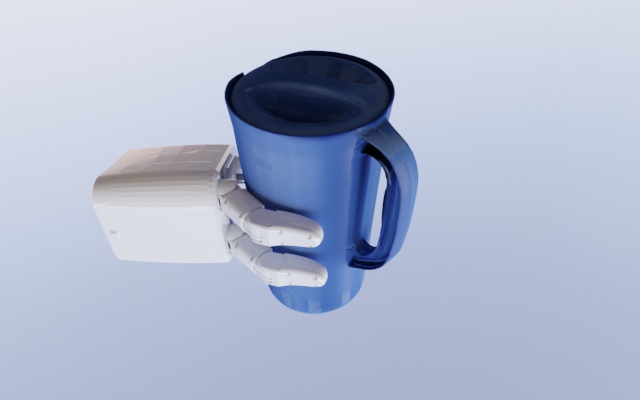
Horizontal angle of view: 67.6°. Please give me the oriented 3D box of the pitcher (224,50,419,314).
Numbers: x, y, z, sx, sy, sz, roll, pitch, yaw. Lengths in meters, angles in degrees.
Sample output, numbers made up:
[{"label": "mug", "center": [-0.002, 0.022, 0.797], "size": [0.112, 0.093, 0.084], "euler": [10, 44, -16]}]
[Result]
[{"label": "pitcher", "center": [0.000, 0.001, 0.443], "size": [0.145, 0.243, 0.149], "euler": [-1, 42, 1]}]
